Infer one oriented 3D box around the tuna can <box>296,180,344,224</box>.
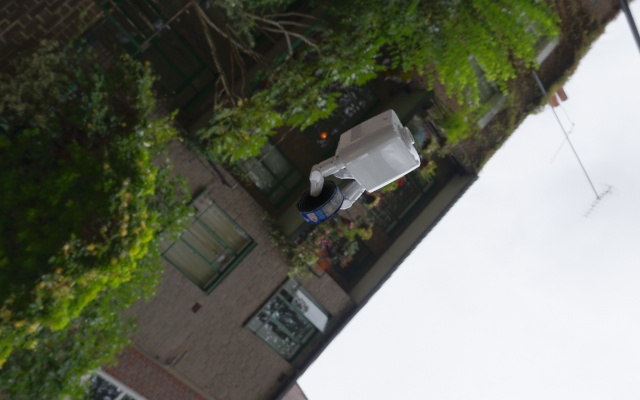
[{"bbox_3d":[0.000,0.003,0.884,0.086,0.034,0.086,-27,29,16],"label":"tuna can"}]
